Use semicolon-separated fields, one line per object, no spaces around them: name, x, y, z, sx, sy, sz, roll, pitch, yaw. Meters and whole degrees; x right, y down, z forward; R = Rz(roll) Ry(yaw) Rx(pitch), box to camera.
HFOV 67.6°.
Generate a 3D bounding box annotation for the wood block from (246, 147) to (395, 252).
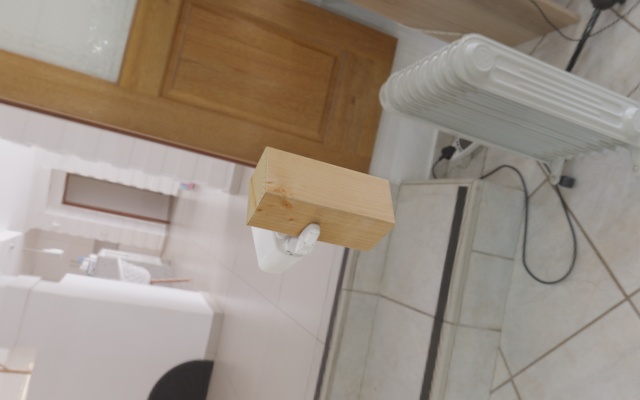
wood block;0.000;0.003;0.734;0.206;0.090;0.090;14;-40;-20
